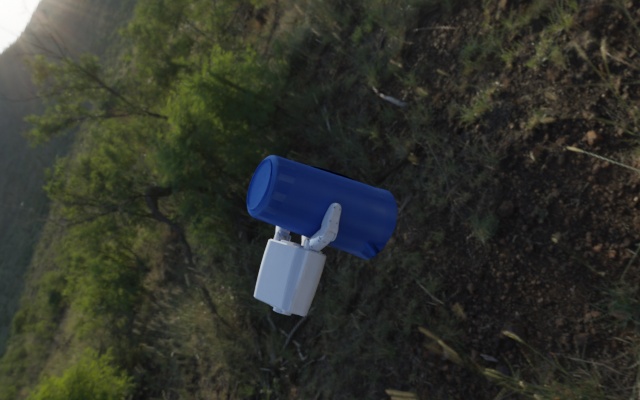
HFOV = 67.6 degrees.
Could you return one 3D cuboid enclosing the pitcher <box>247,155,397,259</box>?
[{"bbox_3d":[0.000,0.003,0.836,0.243,0.145,0.149,20,-7,-26],"label":"pitcher"}]
